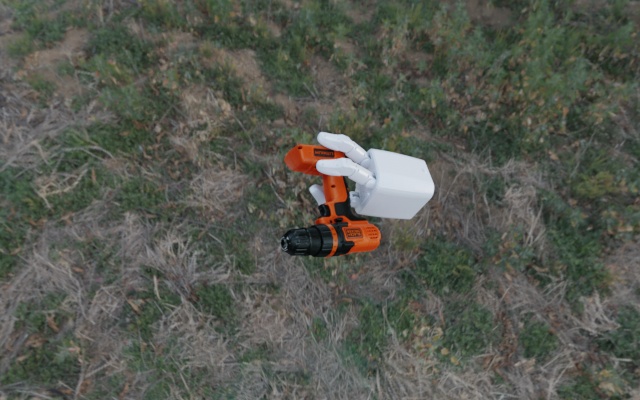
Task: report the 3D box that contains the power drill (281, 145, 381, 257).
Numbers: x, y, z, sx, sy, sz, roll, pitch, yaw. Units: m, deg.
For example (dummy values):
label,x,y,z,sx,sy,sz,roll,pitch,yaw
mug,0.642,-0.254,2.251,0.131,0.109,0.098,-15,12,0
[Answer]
label,x,y,z,sx,sy,sz,roll,pitch,yaw
power drill,0.000,0.002,0.778,0.184,0.187,0.057,1,-26,-38
